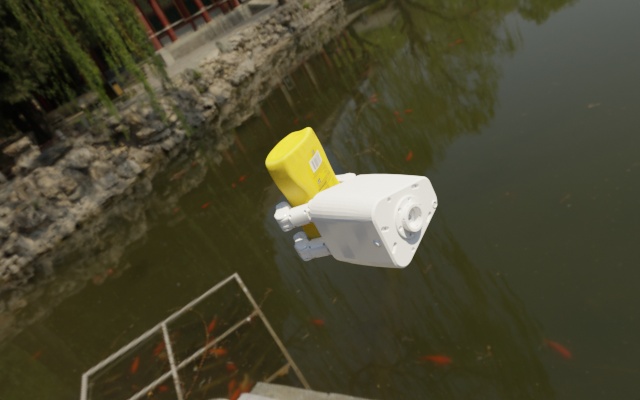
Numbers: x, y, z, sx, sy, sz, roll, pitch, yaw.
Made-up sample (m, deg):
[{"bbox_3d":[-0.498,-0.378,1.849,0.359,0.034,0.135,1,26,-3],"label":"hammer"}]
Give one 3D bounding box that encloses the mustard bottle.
[{"bbox_3d":[0.000,0.002,0.661,0.058,0.192,0.096,-15,27,30],"label":"mustard bottle"}]
